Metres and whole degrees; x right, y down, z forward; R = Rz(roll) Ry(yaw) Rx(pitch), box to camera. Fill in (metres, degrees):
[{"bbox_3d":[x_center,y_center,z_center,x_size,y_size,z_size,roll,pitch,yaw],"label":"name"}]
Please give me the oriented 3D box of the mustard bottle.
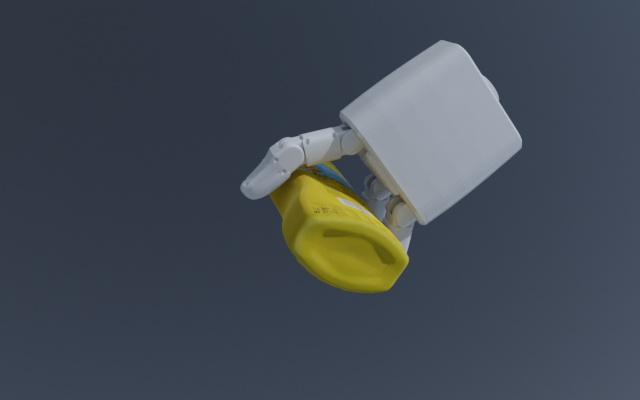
[{"bbox_3d":[0.000,0.002,0.425,0.096,0.058,0.191,24,16,-25],"label":"mustard bottle"}]
